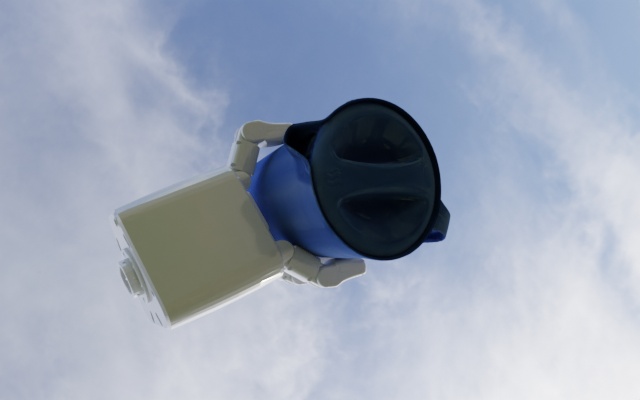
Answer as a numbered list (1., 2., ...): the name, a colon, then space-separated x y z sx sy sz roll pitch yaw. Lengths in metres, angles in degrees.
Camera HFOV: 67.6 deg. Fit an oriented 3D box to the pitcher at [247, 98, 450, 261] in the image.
1. pitcher: 0.000 0.002 0.485 0.145 0.149 0.243 -25 5 -31
